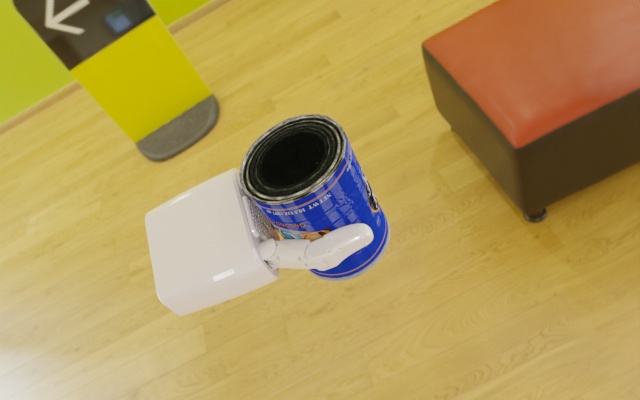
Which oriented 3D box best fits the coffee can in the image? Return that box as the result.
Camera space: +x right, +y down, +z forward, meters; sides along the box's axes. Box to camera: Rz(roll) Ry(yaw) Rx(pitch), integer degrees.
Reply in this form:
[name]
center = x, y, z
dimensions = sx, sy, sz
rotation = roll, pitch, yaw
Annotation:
[coffee can]
center = 0.000, 0.002, 0.467
dimensions = 0.103, 0.102, 0.140
rotation = 0, -36, 27
